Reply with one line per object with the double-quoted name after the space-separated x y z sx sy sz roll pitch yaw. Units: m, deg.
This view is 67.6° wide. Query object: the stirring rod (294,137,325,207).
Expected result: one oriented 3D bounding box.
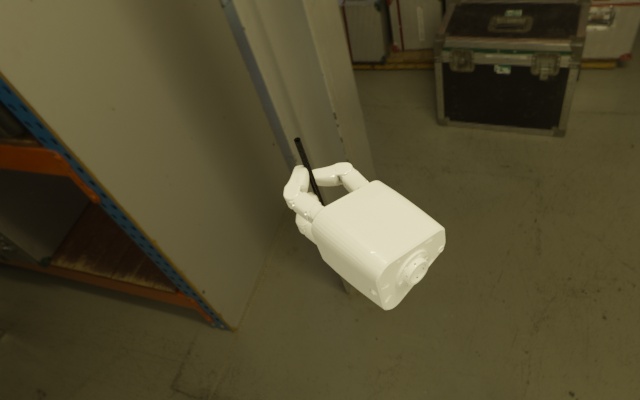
0.000 0.002 0.655 0.011 0.011 0.240 0 -38 17 "stirring rod"
